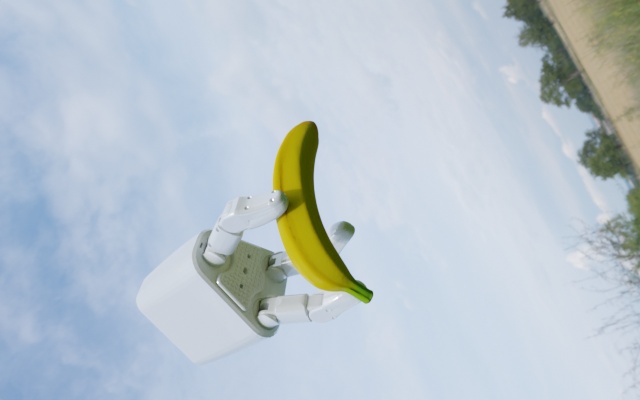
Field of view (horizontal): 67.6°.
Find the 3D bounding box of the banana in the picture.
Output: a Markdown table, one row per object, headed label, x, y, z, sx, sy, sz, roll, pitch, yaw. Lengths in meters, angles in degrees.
| label | x | y | z | sx | sy | sz | roll | pitch | yaw |
| --- | --- | --- | --- | --- | --- | --- | --- | --- | --- |
| banana | -0.012 | 0.000 | 0.425 | 0.069 | 0.197 | 0.037 | 16 | -42 | -44 |
